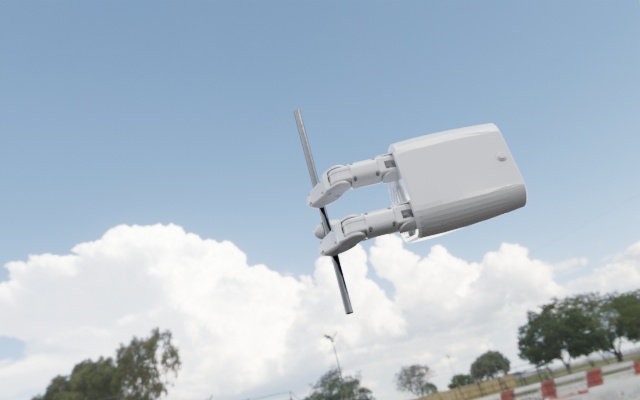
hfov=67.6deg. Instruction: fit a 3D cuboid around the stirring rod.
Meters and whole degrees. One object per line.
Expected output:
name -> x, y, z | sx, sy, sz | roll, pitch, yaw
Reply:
stirring rod -> 0.000, 0.002, 0.502 | 0.011, 0.239, 0.011 | -12, -26, -6
